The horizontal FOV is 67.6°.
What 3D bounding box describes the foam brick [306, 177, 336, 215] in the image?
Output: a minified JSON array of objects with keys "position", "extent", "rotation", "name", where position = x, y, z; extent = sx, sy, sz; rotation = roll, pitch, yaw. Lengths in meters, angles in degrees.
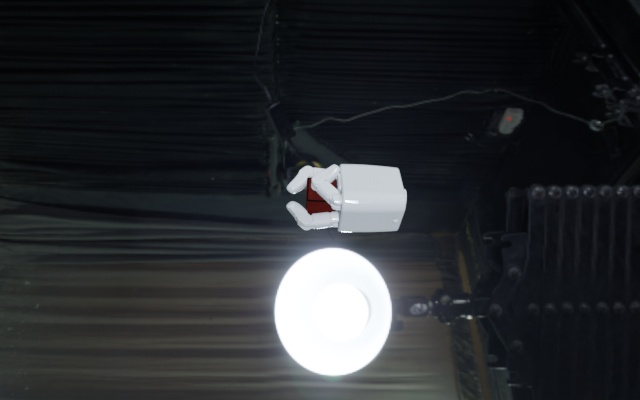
[{"position":[0.000,0.003,0.847],"extent":[0.051,0.053,0.078],"rotation":[2,-34,-2],"name":"foam brick"}]
